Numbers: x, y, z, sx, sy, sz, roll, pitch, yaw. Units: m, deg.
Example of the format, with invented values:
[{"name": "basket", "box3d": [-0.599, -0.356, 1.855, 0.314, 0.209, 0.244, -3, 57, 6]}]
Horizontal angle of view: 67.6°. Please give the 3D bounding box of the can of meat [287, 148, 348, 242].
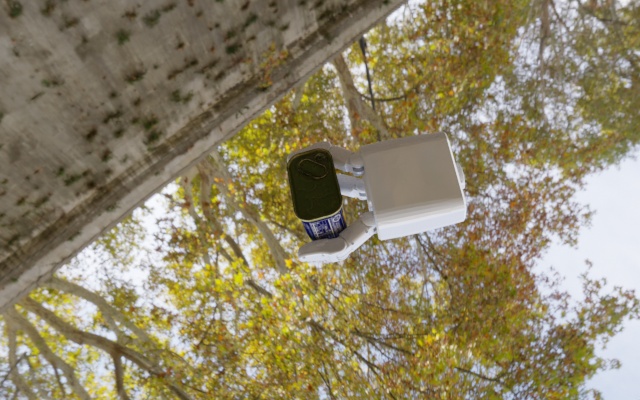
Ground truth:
[{"name": "can of meat", "box3d": [0.000, 0.002, 0.590, 0.057, 0.102, 0.084, -15, -36, 4]}]
